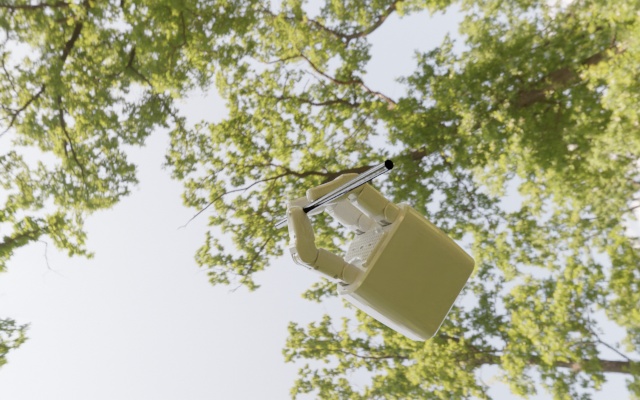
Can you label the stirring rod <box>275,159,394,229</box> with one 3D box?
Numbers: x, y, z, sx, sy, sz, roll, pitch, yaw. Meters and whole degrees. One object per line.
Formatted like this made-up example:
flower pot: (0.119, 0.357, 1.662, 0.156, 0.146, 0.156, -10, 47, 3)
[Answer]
stirring rod: (0.000, 0.002, 0.450, 0.011, 0.011, 0.239, 0, -13, -25)
